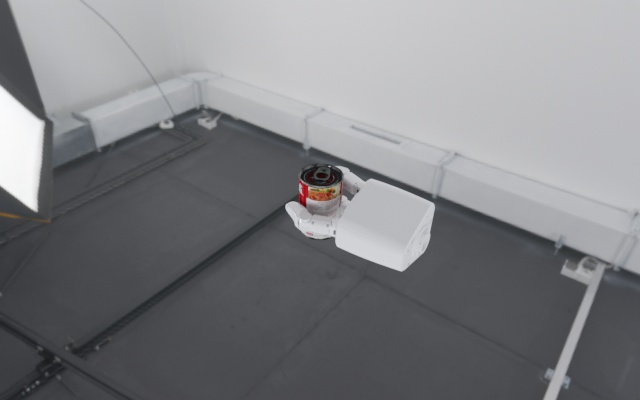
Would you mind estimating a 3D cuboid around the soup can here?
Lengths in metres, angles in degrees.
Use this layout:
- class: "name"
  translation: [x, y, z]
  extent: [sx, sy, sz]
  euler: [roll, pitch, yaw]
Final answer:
- class: "soup can"
  translation: [0.000, 0.003, 0.745]
  extent: [0.068, 0.102, 0.068]
  euler: [1, 35, -1]
